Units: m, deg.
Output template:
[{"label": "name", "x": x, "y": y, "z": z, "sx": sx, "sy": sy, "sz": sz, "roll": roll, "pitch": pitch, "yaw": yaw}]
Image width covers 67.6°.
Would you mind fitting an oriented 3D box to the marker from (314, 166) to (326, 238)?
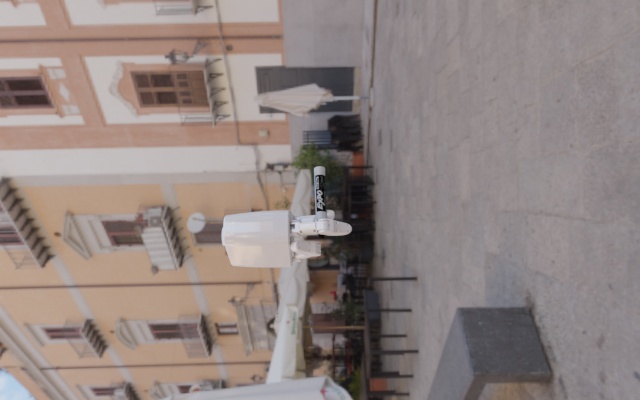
[{"label": "marker", "x": 0.000, "y": 0.003, "z": 0.792, "sx": 0.020, "sy": 0.121, "sz": 0.020, "roll": -2, "pitch": -18, "yaw": -1}]
